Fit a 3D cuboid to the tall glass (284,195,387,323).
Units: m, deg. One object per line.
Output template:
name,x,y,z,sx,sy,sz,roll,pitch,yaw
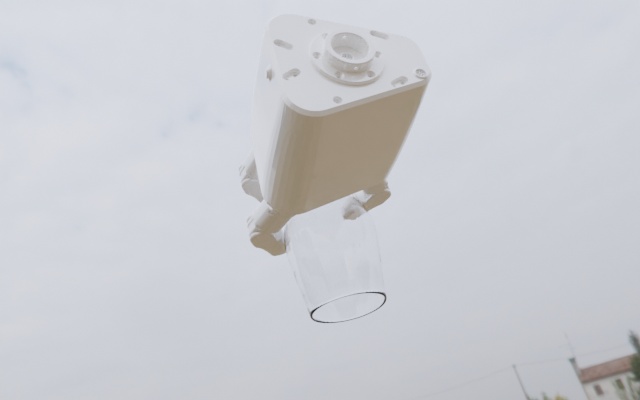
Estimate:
tall glass,0.000,0.001,0.422,0.079,0.201,0.079,-11,-30,-7
